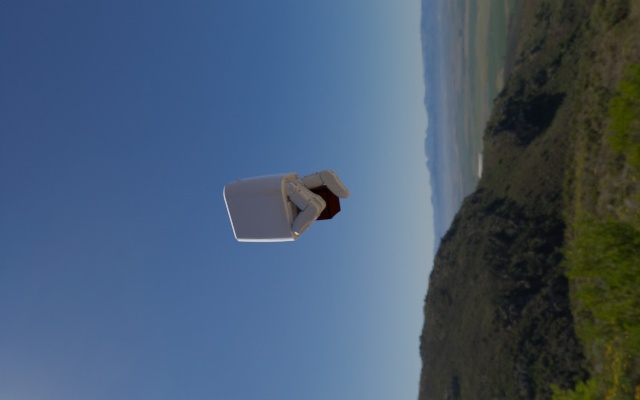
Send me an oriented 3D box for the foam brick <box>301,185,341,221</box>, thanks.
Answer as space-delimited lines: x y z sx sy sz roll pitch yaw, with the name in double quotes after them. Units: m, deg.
0.000 0.003 0.838 0.051 0.053 0.078 -6 7 15 "foam brick"
